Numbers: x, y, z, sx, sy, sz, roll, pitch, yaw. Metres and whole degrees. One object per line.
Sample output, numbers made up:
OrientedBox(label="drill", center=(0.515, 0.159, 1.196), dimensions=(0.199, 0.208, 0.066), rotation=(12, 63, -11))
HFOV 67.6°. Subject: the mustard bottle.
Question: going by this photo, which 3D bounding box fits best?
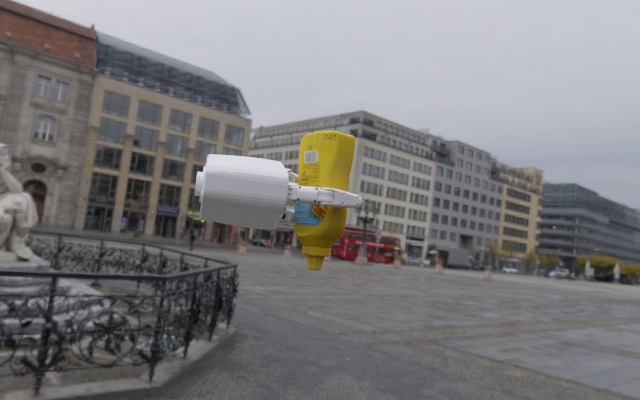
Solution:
OrientedBox(label="mustard bottle", center=(0.000, 0.002, 0.676), dimensions=(0.058, 0.191, 0.096), rotation=(9, -5, -37))
